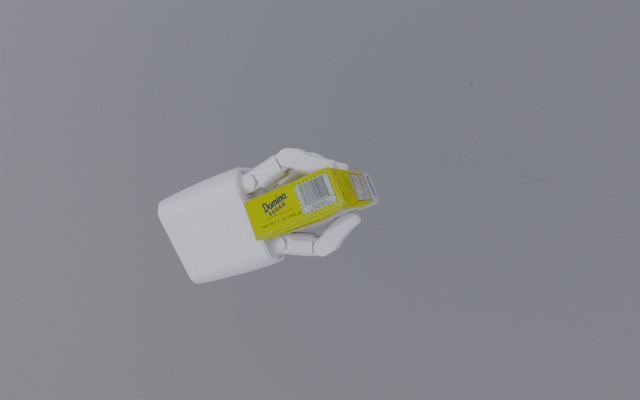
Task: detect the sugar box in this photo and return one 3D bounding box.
[{"bbox_3d":[0.000,0.001,0.514,0.093,0.048,0.176,-21,-3,16],"label":"sugar box"}]
